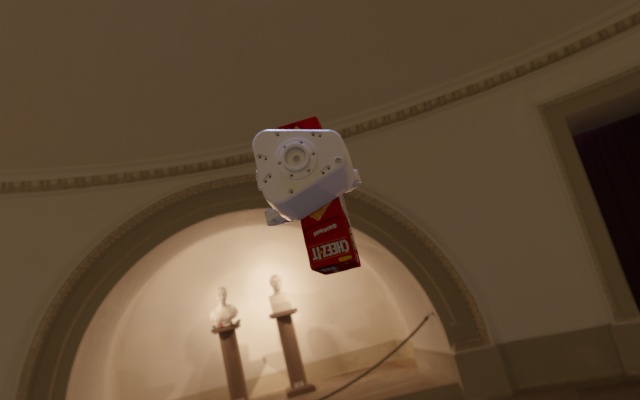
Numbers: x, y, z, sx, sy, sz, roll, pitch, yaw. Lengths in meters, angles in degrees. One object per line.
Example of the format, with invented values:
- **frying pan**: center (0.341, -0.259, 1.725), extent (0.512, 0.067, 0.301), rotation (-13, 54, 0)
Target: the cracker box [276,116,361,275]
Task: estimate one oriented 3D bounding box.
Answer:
- **cracker box**: center (0.000, 0.002, 0.735), extent (0.072, 0.213, 0.164), rotation (-15, -13, 5)
